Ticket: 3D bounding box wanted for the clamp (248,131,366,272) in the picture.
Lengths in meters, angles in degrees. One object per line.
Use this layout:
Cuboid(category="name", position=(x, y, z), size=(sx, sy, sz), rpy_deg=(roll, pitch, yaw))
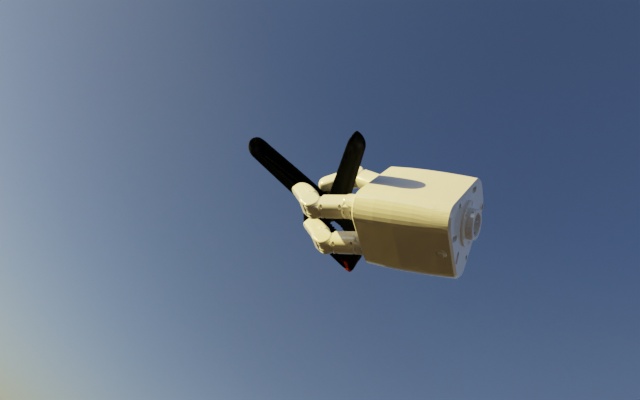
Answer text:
Cuboid(category="clamp", position=(0.001, 0.002, 0.600), size=(0.164, 0.210, 0.036), rpy_deg=(10, 43, 34))
